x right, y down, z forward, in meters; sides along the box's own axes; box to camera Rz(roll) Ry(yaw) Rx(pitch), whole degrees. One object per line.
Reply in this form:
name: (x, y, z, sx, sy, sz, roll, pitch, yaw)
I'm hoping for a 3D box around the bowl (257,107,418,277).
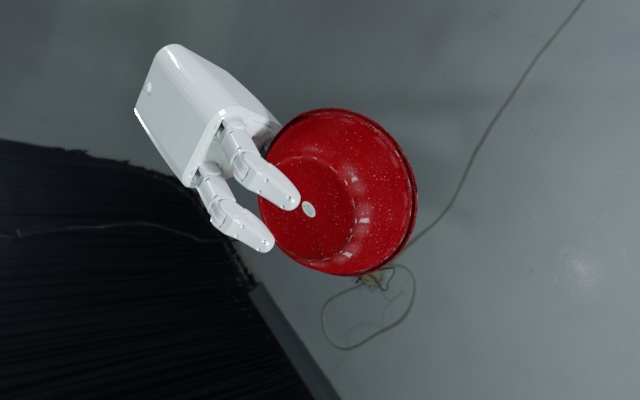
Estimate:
bowl: (0.001, 0.002, 0.422, 0.162, 0.162, 0.055, 0, 14, 28)
